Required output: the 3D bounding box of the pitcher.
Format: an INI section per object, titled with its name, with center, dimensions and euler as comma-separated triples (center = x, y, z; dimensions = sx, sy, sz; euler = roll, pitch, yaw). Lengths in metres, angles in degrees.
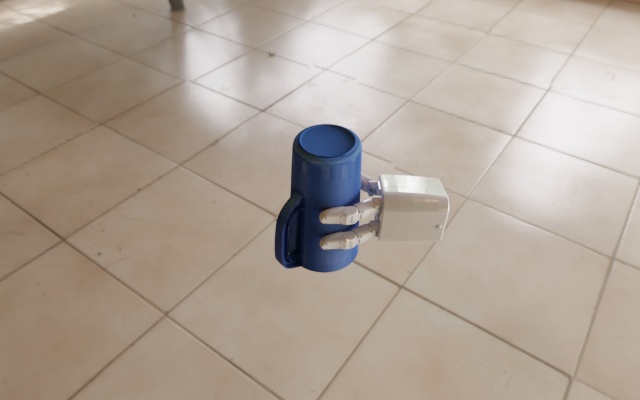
[pitcher]
center = 0.000, 0.003, 0.803
dimensions = 0.145, 0.243, 0.149
euler = 3, 42, 2
